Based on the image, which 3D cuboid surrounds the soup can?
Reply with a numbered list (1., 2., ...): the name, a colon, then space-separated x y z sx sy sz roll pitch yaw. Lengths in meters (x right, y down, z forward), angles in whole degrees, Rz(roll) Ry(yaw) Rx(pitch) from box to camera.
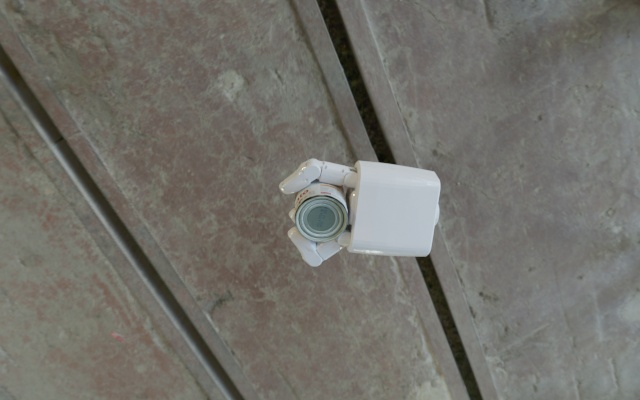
1. soup can: 0.000 0.002 0.628 0.068 0.068 0.102 0 26 -1
